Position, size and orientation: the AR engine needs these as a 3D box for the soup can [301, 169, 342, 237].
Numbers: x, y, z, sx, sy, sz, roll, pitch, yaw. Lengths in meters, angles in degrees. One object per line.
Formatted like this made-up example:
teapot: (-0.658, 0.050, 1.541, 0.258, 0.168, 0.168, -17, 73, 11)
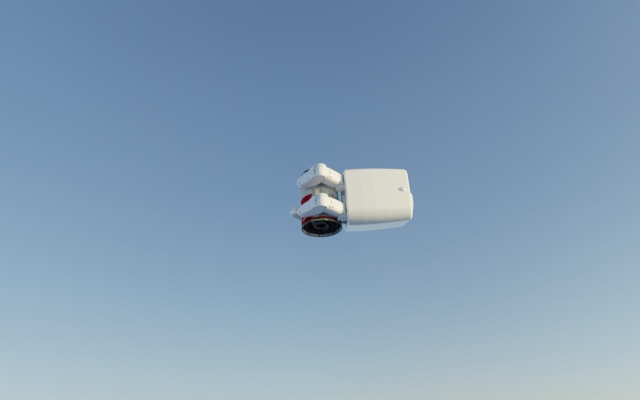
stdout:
soup can: (0.000, 0.002, 0.813, 0.068, 0.102, 0.068, -2, -28, -1)
